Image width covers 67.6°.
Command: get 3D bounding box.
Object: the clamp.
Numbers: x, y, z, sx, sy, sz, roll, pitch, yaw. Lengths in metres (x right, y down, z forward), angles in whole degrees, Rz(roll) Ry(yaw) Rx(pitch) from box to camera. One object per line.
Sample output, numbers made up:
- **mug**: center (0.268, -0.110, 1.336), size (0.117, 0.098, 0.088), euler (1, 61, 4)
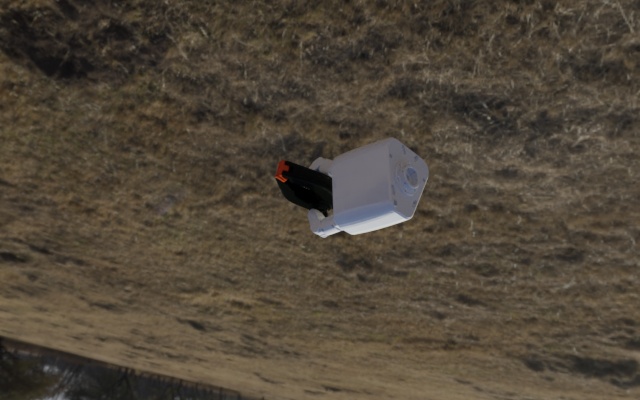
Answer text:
- **clamp**: center (0.000, 0.003, 0.774), size (0.210, 0.036, 0.164), euler (31, -33, -32)
